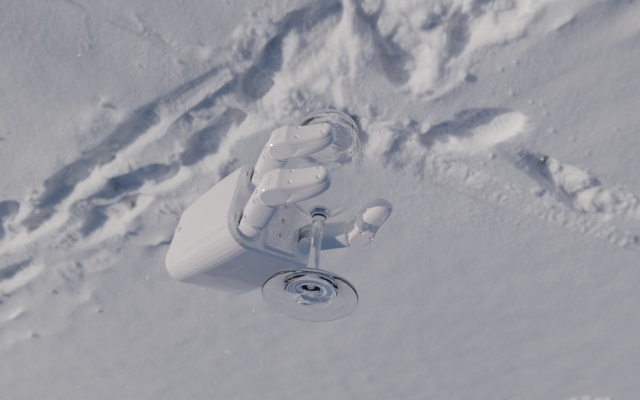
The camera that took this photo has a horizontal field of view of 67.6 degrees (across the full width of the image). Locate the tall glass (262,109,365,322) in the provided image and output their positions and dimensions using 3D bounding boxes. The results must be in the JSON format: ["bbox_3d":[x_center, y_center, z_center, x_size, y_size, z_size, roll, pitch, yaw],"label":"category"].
[{"bbox_3d":[0.000,0.002,0.430,0.079,0.200,0.079,4,-43,3],"label":"tall glass"}]
